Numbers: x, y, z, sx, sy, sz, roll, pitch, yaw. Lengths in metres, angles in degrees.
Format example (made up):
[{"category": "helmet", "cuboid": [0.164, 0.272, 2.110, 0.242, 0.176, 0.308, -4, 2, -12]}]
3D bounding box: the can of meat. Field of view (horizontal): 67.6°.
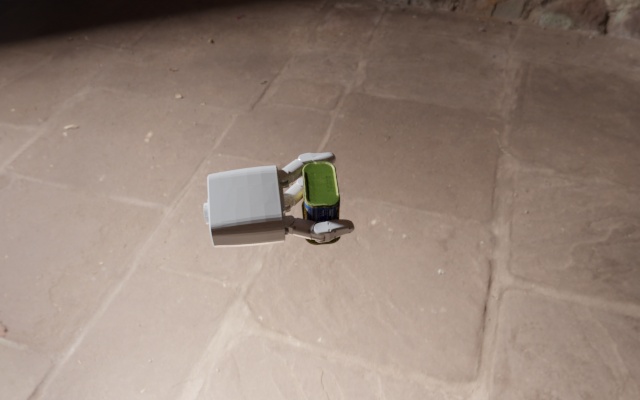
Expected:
[{"category": "can of meat", "cuboid": [0.000, 0.002, 0.733, 0.057, 0.102, 0.084, -4, -44, -4]}]
